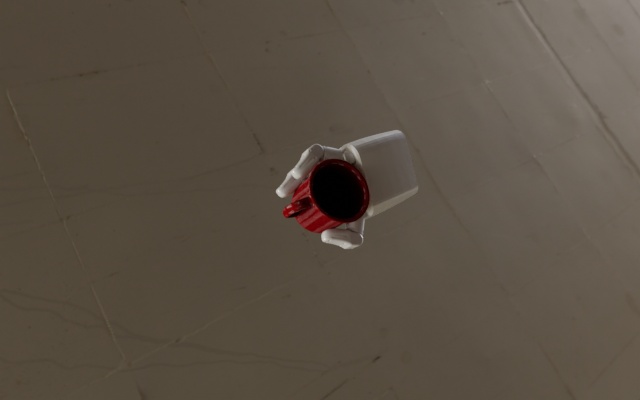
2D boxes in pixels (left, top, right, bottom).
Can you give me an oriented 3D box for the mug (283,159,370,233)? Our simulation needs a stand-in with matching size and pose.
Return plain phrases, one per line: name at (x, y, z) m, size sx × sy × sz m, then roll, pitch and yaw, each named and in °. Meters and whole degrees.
mug at (-0.001, 0.003, 0.672) m, size 0.117 × 0.093 × 0.081 m, roll -20°, pitch -8°, yaw -31°
